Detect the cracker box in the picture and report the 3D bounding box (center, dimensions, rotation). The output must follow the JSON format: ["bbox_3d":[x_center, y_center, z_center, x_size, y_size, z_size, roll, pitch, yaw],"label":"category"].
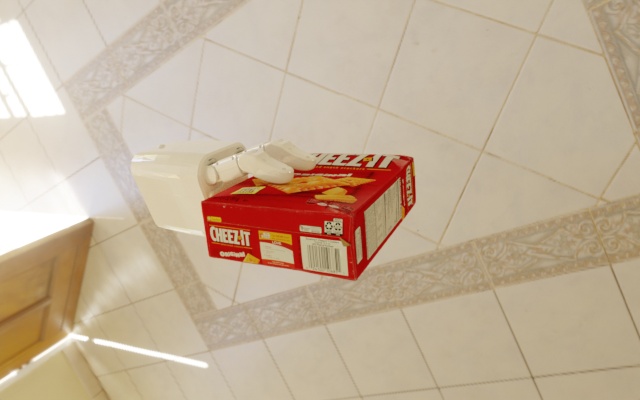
[{"bbox_3d":[0.000,0.002,0.533,0.164,0.072,0.213,5,21,25],"label":"cracker box"}]
